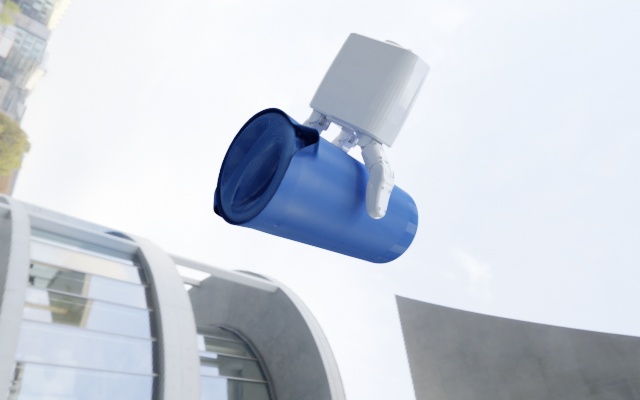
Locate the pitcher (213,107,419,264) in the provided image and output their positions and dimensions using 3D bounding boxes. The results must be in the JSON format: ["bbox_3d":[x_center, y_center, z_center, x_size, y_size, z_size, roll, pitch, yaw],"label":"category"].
[{"bbox_3d":[0.000,0.002,0.581,0.243,0.145,0.149,24,4,-39],"label":"pitcher"}]
